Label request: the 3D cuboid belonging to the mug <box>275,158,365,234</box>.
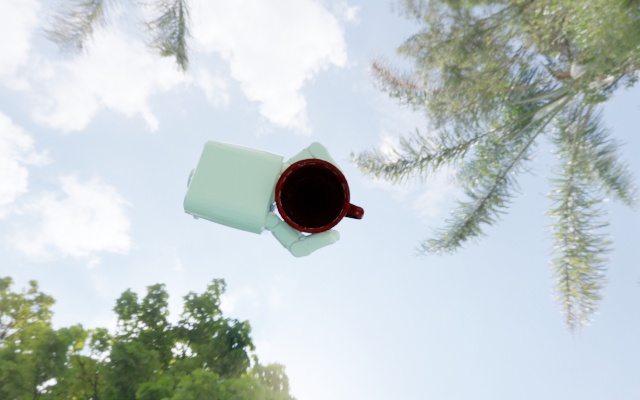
[{"bbox_3d":[0.002,0.002,0.621,0.117,0.093,0.081,14,-8,-1],"label":"mug"}]
